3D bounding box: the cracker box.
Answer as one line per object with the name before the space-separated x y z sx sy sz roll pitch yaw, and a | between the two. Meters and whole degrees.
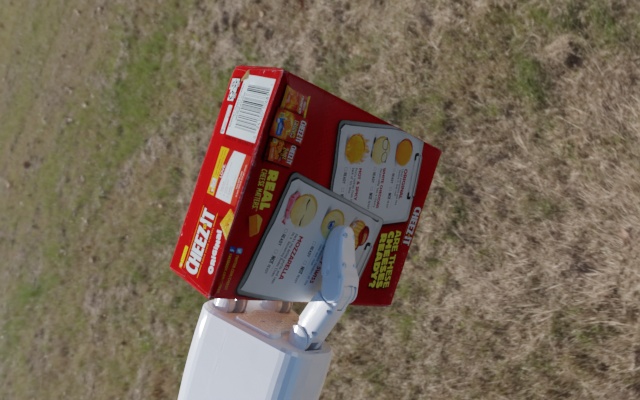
cracker box | 0.000 0.001 0.411 0.072 0.164 0.214 21 5 44
